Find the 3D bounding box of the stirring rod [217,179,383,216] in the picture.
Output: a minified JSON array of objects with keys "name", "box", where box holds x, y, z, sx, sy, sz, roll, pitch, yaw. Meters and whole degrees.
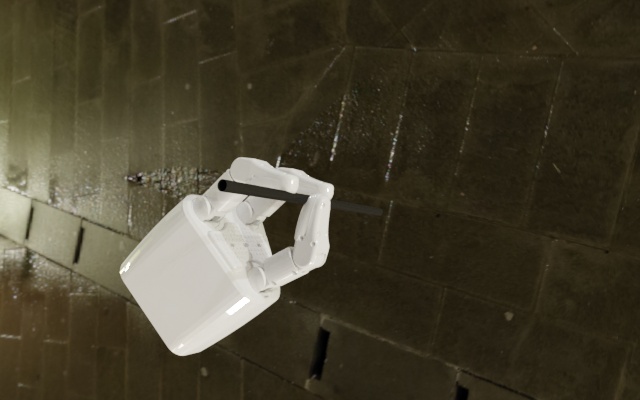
[{"name":"stirring rod","box":[0.000,0.001,0.405,0.011,0.011,0.239,0,-5,31]}]
